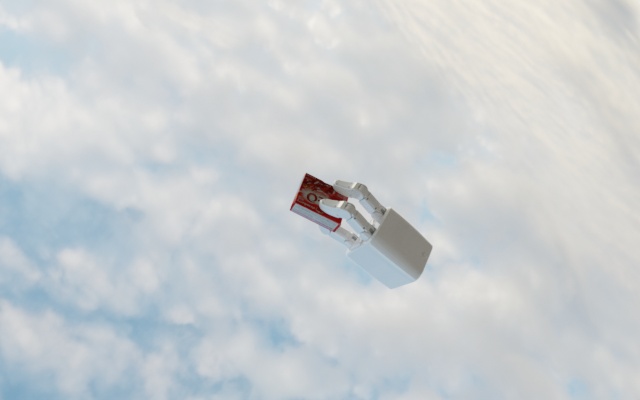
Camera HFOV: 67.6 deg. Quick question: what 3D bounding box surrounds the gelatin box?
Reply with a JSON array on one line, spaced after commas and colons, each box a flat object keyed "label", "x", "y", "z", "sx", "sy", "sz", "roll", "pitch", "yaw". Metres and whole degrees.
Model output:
[{"label": "gelatin box", "x": 0.000, "y": 0.003, "z": 0.819, "sx": 0.089, "sy": 0.073, "sz": 0.030, "roll": 26, "pitch": -41, "yaw": -8}]
